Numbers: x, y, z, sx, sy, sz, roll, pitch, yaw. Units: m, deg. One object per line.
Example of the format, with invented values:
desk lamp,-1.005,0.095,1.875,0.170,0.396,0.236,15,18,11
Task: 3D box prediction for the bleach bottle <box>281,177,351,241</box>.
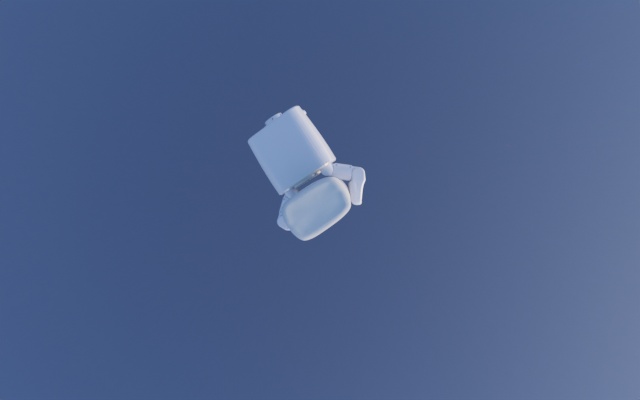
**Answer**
bleach bottle,0.000,0.003,0.808,0.102,0.068,0.251,-34,2,4
